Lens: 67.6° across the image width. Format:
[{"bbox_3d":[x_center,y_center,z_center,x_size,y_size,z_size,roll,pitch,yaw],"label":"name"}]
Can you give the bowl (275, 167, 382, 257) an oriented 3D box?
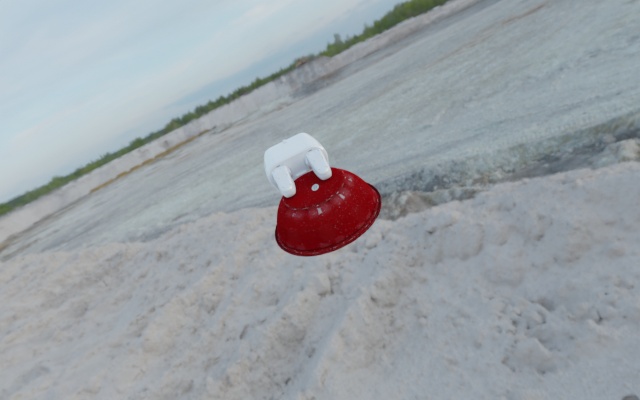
[{"bbox_3d":[0.001,0.002,0.663,0.162,0.055,0.162,-17,34,12],"label":"bowl"}]
